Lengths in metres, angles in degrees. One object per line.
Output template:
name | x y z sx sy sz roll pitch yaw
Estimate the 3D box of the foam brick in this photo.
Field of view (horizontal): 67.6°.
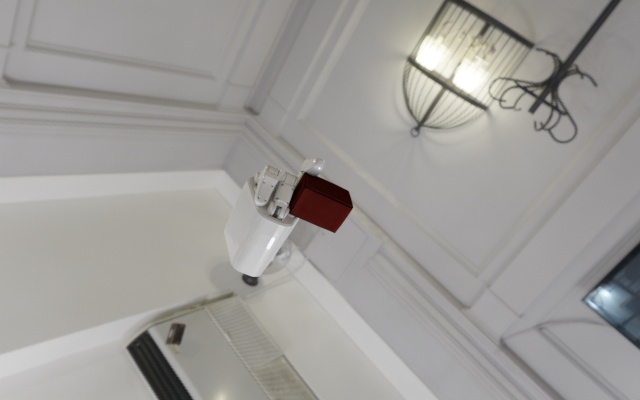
foam brick | 0.000 0.002 0.700 0.078 0.051 0.053 24 24 -15
